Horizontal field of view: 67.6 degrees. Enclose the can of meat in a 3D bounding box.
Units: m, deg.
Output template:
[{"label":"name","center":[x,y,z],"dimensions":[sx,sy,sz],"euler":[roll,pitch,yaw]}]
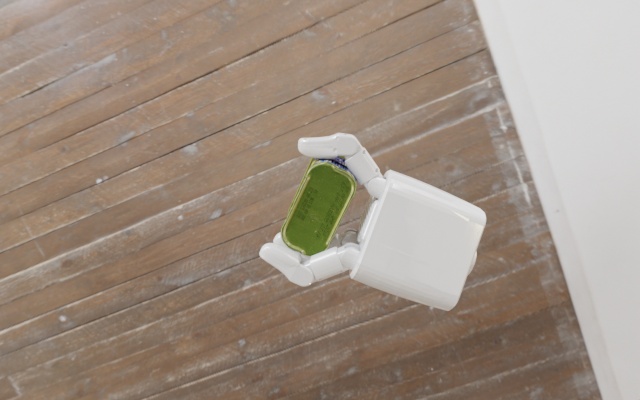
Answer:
[{"label":"can of meat","center":[0.000,0.002,0.508],"dimensions":[0.057,0.102,0.084],"euler":[25,13,-2]}]
